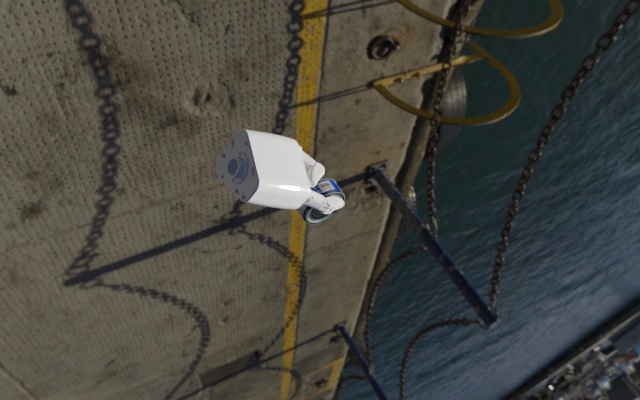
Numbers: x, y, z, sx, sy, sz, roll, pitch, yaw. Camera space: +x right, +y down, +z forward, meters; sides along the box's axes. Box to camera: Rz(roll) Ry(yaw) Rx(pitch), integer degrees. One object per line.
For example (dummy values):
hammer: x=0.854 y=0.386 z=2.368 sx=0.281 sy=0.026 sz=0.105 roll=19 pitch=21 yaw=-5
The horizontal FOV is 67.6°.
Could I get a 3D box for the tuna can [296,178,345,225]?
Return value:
tuna can: x=0.000 y=0.003 z=0.844 sx=0.086 sy=0.033 sz=0.086 roll=-26 pitch=-30 yaw=-17
